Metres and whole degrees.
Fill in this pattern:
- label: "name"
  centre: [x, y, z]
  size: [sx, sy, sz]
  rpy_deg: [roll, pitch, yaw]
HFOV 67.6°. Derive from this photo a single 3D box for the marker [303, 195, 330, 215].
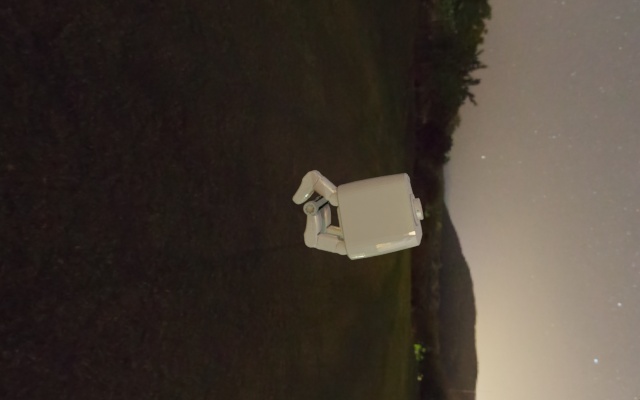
- label: "marker"
  centre: [0.000, 0.002, 0.727]
  size: [0.020, 0.020, 0.121]
  rpy_deg: [0, 9, 15]
